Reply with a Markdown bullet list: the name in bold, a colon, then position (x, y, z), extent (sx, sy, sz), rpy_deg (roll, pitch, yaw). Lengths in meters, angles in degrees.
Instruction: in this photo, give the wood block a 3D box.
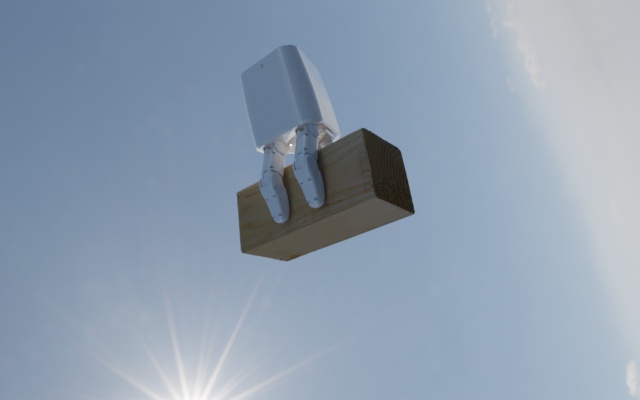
- **wood block**: position (0.000, 0.002, 0.601), extent (0.206, 0.090, 0.091), rpy_deg (-24, -26, 33)
